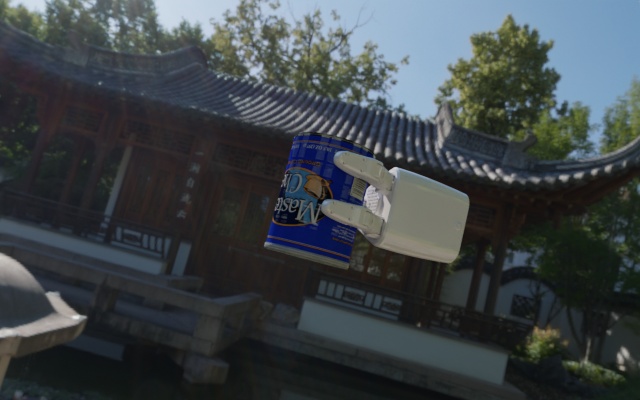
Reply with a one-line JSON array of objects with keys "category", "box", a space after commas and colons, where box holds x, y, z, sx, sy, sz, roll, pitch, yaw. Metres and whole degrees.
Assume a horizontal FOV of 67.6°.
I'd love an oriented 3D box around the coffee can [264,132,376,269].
[{"category": "coffee can", "box": [0.000, 0.002, 0.573, 0.103, 0.140, 0.103, 14, -8, 2]}]
